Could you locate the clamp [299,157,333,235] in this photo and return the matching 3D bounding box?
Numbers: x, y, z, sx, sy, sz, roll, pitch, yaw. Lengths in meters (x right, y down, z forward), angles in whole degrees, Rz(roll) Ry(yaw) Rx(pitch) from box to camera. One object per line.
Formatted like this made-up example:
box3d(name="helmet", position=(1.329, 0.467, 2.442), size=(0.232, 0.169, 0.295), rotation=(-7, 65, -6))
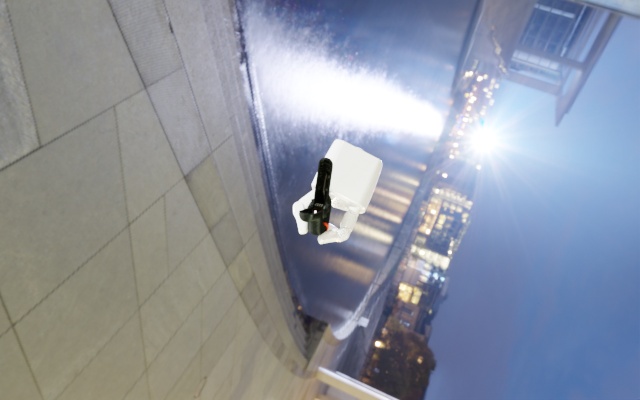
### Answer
box3d(name="clamp", position=(0.001, 0.003, 0.849), size=(0.039, 0.120, 0.171), rotation=(22, -16, 11))
